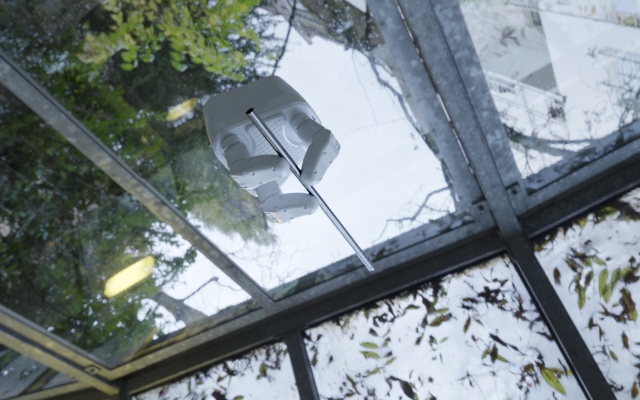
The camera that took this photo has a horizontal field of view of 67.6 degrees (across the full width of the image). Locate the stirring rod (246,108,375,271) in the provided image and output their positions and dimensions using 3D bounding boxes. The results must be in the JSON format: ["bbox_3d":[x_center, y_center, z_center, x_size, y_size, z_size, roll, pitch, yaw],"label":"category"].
[{"bbox_3d":[0.000,0.001,0.466,0.011,0.011,0.240,0,-38,38],"label":"stirring rod"}]
